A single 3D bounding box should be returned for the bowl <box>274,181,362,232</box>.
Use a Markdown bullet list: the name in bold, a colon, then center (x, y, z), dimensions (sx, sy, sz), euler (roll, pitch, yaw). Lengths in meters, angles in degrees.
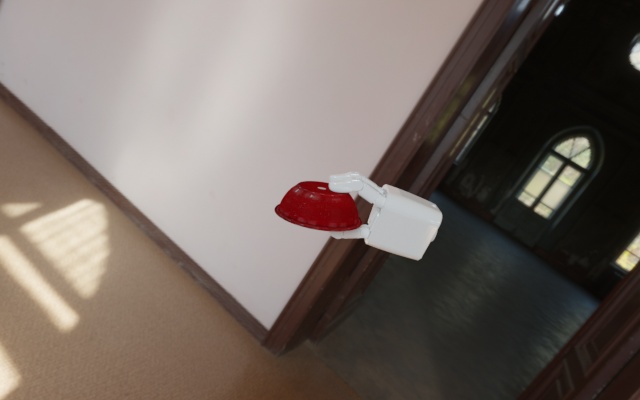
- **bowl**: center (-0.001, 0.002, 0.860), dimensions (0.162, 0.055, 0.162), euler (8, 15, -2)
